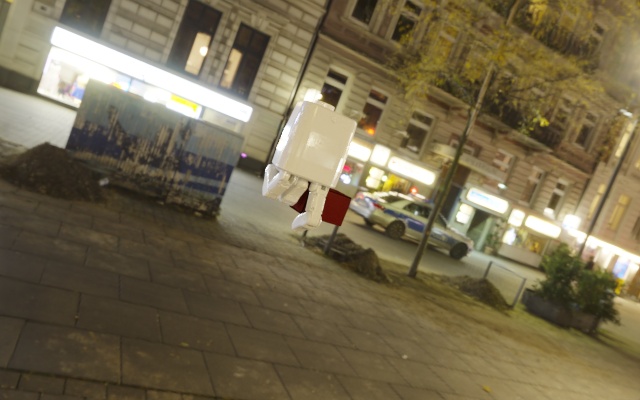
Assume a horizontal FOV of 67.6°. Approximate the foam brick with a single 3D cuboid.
[{"bbox_3d":[0.000,0.003,0.765,0.078,0.051,0.053,19,5,-30],"label":"foam brick"}]
